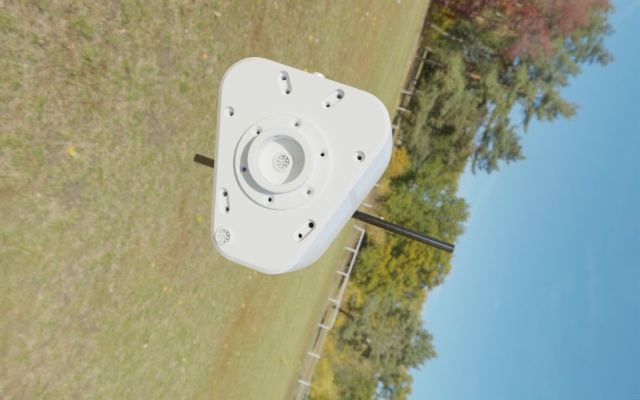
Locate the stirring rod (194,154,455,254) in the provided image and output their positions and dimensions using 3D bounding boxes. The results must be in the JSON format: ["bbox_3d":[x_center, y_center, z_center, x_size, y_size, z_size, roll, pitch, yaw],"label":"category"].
[{"bbox_3d":[0.000,0.001,0.419,0.239,0.011,0.011,20,2,6],"label":"stirring rod"}]
